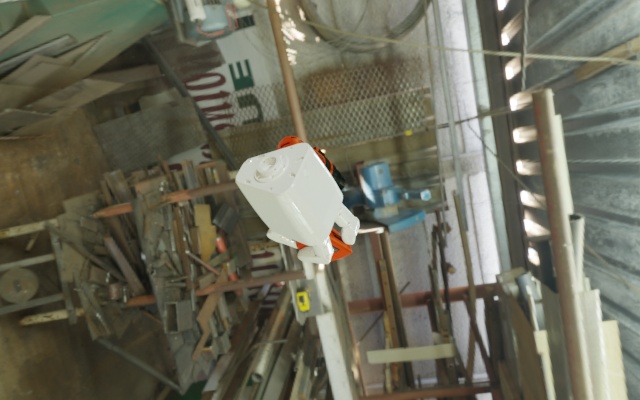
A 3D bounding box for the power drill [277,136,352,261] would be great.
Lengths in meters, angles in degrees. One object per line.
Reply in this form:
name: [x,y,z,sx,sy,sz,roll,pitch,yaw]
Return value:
power drill: [0.000,0.003,0.795,0.057,0.187,0.184,-25,-31,24]
